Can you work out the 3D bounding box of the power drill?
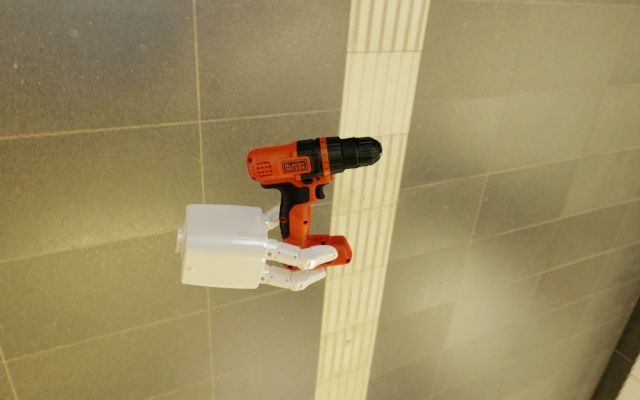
[{"bbox_3d":[0.000,0.003,0.676,0.184,0.188,0.057,-6,23,3],"label":"power drill"}]
